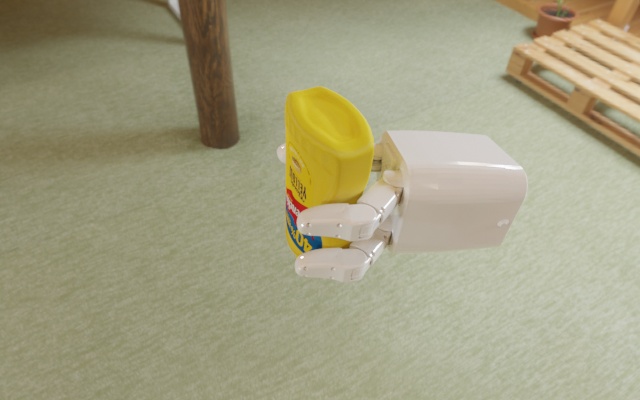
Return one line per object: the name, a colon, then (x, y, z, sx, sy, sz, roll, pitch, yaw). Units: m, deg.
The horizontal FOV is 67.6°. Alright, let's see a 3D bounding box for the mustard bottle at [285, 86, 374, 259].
mustard bottle: (0.000, 0.001, 0.436, 0.058, 0.192, 0.096, -18, 50, -22)
